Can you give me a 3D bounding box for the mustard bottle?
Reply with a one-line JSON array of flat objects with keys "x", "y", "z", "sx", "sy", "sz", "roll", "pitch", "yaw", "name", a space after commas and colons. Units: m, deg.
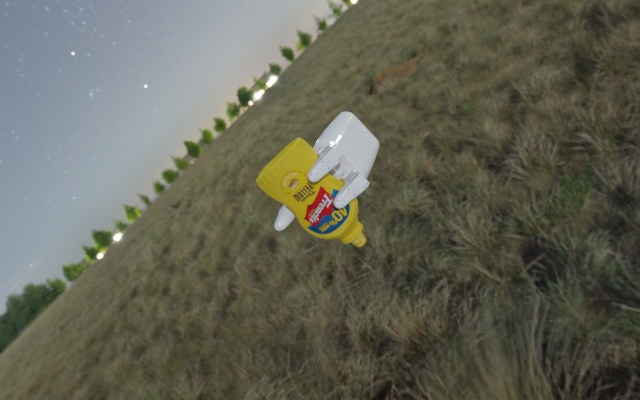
[{"x": 0.000, "y": 0.002, "z": 0.733, "sx": 0.096, "sy": 0.192, "sz": 0.058, "roll": -41, "pitch": 14, "yaw": 17, "name": "mustard bottle"}]
